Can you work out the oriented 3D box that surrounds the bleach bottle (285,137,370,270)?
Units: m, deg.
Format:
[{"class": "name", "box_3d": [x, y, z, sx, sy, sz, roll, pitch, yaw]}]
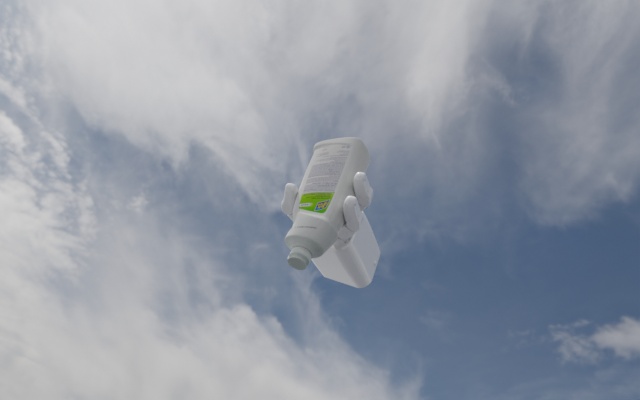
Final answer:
[{"class": "bleach bottle", "box_3d": [0.000, 0.002, 0.748, 0.102, 0.068, 0.250, -6, 41, 31]}]
